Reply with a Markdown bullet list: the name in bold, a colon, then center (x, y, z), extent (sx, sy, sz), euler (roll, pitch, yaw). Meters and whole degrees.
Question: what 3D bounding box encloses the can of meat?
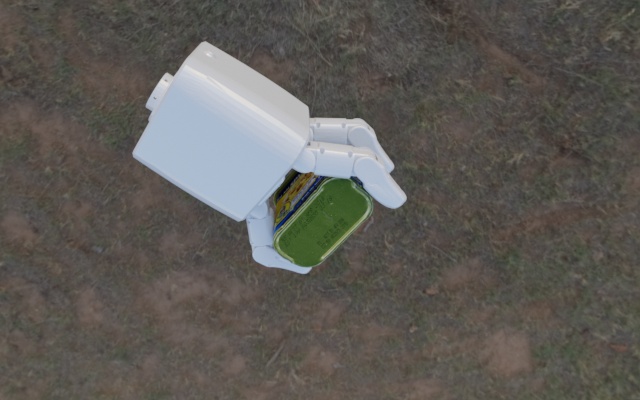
- **can of meat**: center (0.000, 0.002, 0.442), extent (0.057, 0.102, 0.084), euler (35, 22, -19)
